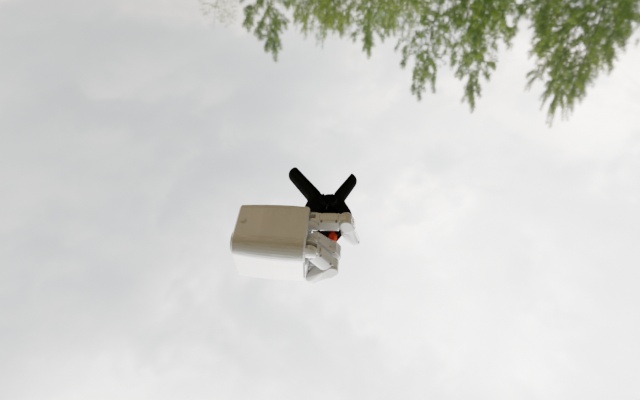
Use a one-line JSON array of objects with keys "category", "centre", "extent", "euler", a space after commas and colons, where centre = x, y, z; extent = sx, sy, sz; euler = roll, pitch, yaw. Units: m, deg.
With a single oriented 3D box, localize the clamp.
[{"category": "clamp", "centre": [0.000, 0.003, 0.786], "extent": [0.120, 0.039, 0.171], "euler": [7, 39, -1]}]
